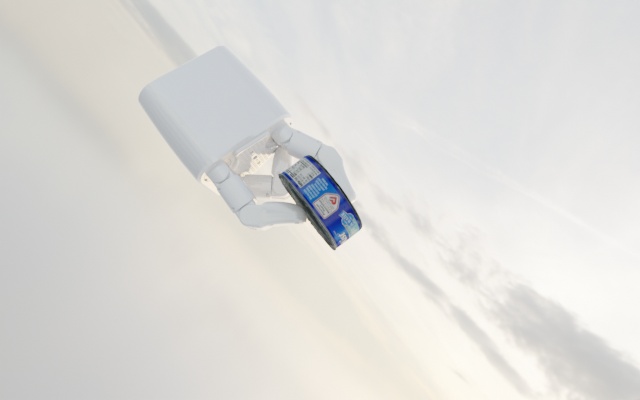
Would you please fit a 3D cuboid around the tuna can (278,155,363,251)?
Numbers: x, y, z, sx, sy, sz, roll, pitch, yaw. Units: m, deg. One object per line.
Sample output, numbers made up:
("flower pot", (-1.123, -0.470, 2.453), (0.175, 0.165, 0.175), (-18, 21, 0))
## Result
("tuna can", (0.001, 0.001, 0.433), (0.034, 0.086, 0.086), (-37, 5, -6))
